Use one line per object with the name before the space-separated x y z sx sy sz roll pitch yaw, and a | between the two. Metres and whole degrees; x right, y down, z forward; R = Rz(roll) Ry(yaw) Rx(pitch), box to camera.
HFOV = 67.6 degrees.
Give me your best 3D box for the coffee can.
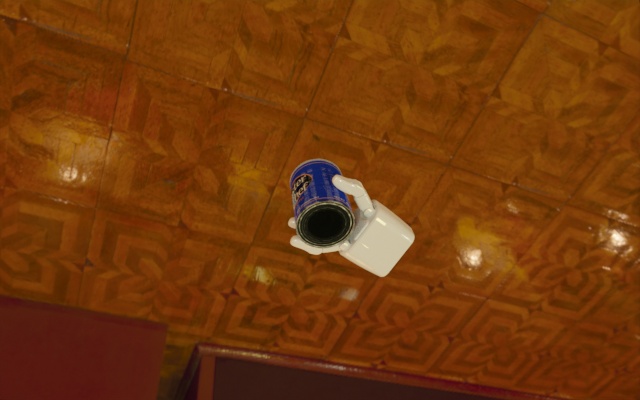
coffee can | 0.000 0.003 0.865 0.103 0.103 0.140 0 35 -8
